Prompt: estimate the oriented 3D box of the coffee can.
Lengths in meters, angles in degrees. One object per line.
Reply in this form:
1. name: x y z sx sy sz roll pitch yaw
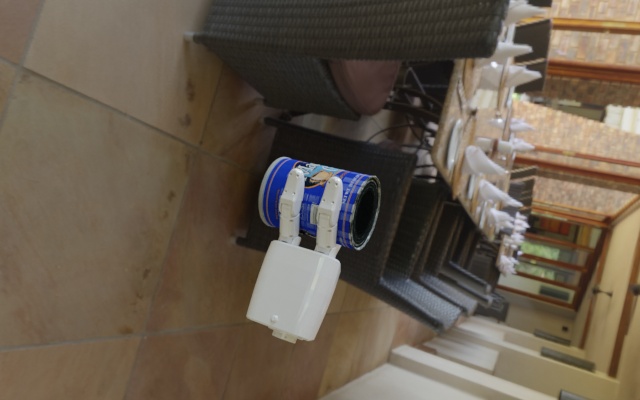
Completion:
1. coffee can: 0.000 0.002 0.665 0.140 0.103 0.103 14 5 24
